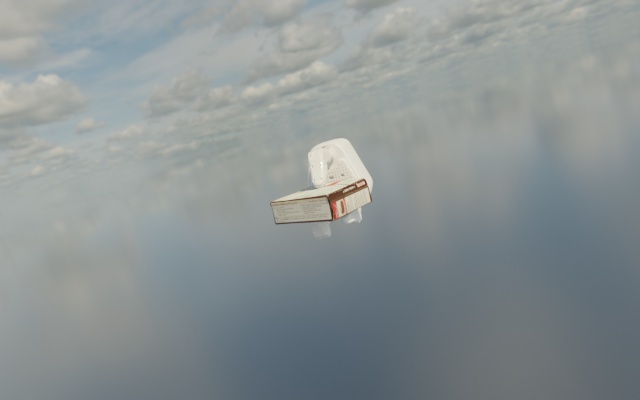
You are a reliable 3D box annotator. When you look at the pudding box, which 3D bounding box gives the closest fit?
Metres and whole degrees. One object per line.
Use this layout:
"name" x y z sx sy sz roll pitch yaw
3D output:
"pudding box" 0.000 0.002 0.665 0.113 0.039 0.090 -8 12 43
